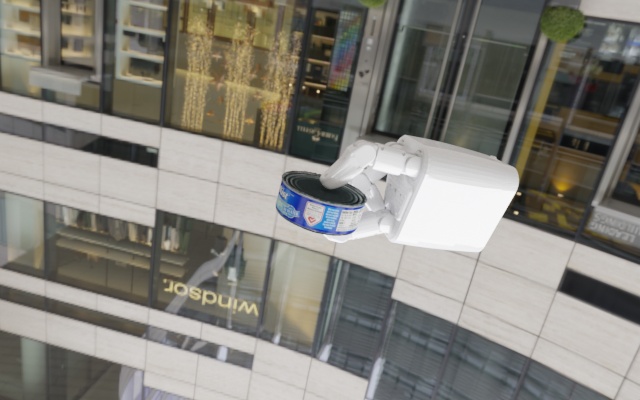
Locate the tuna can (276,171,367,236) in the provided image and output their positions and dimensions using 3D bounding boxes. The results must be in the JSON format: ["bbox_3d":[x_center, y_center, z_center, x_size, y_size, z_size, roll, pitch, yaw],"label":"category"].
[{"bbox_3d":[0.000,0.002,0.468,0.086,0.034,0.086,15,18,-5],"label":"tuna can"}]
